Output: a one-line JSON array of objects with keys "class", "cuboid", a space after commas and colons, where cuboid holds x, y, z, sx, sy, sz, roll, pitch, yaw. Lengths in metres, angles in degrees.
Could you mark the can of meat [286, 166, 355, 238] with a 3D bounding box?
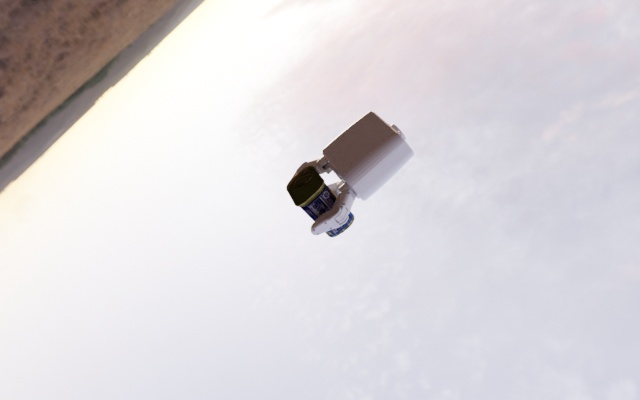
[{"class": "can of meat", "cuboid": [0.000, 0.003, 0.752, 0.084, 0.057, 0.102, 46, 3, -26]}]
